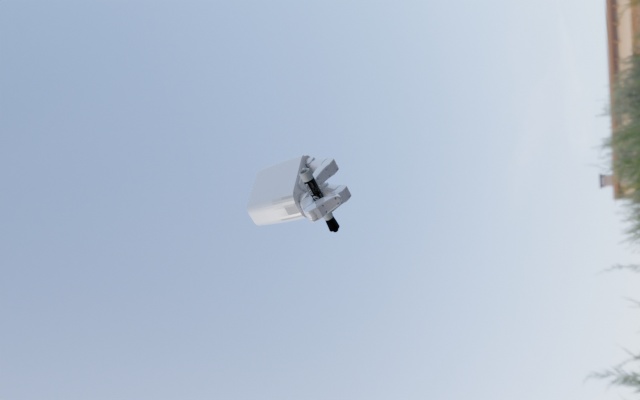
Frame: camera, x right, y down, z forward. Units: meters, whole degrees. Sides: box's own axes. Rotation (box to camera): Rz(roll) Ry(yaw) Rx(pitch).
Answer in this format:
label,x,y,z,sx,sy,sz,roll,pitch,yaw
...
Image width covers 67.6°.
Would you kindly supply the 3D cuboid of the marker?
label,x,y,z,sx,sy,sz,roll,pitch,yaw
marker,0.000,0.002,0.766,0.020,0.121,0.020,-22,26,12
